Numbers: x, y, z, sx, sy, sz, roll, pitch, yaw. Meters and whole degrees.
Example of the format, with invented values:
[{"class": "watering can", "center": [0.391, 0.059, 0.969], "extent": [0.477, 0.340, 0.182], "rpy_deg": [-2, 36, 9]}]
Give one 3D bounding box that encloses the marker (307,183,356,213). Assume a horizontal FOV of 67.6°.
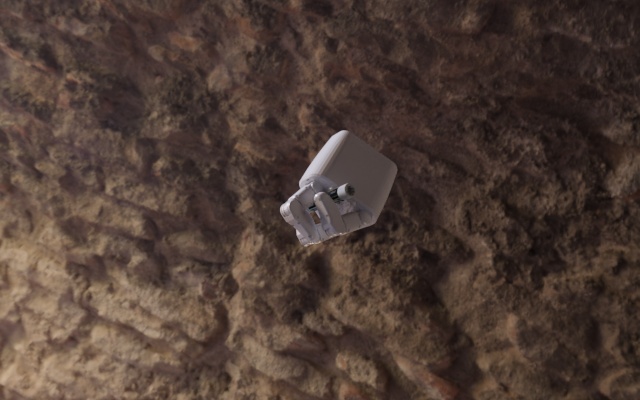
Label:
[{"class": "marker", "center": [0.000, 0.002, 0.648], "extent": [0.020, 0.020, 0.121], "rpy_deg": [0, -15, -40]}]
